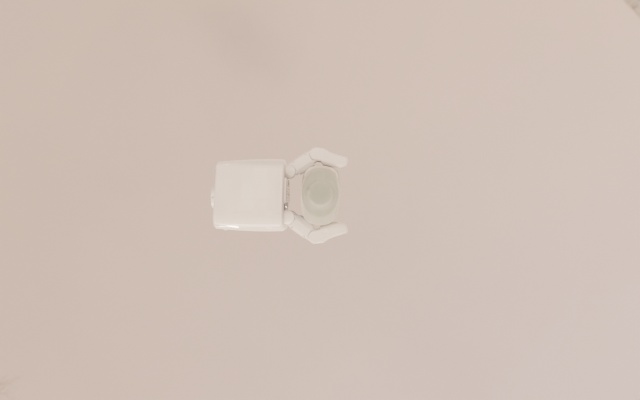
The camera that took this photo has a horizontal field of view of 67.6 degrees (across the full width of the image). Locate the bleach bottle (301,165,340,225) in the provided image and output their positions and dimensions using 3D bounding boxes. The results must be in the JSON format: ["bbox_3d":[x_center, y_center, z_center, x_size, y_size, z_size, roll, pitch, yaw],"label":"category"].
[{"bbox_3d":[0.000,-0.014,0.728,0.068,0.102,0.251,1,-1,0],"label":"bleach bottle"}]
